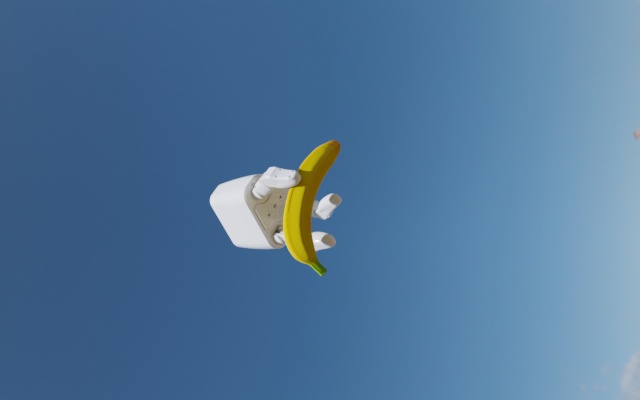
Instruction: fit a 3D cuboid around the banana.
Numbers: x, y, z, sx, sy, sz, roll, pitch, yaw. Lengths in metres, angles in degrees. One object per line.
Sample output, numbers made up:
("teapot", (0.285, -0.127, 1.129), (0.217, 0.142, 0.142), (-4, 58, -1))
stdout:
("banana", (-0.015, 0.000, 0.660), (0.070, 0.197, 0.037), (19, -19, -34))
